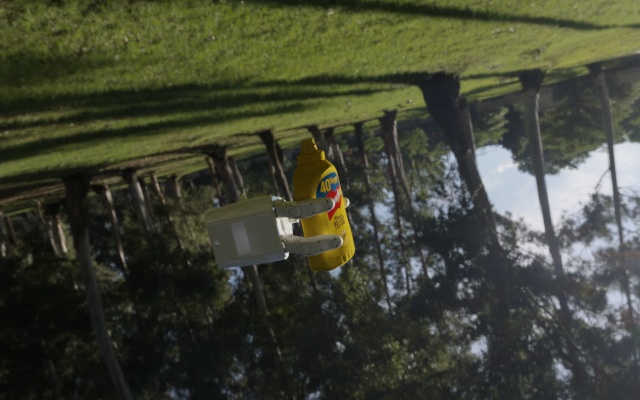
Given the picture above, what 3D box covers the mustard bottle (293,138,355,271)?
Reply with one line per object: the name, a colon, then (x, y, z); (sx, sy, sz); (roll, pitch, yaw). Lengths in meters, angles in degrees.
mustard bottle: (0.000, 0.003, 0.718); (0.058, 0.192, 0.096); (-6, 13, 32)
